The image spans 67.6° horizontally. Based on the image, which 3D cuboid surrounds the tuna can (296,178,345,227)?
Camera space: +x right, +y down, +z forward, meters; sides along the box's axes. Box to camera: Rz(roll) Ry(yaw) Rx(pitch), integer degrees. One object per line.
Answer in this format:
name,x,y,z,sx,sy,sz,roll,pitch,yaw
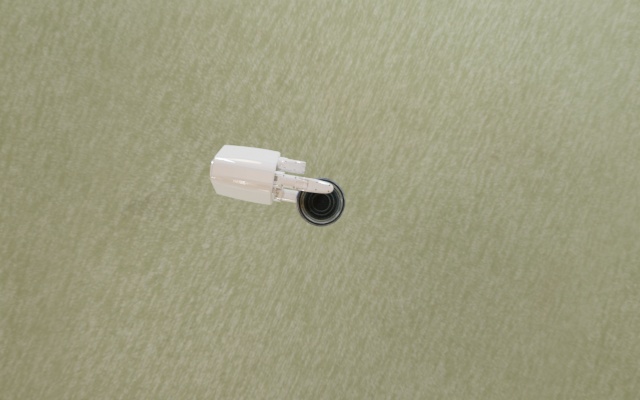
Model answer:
tuna can,0.000,0.003,0.836,0.086,0.086,0.034,0,1,-6
